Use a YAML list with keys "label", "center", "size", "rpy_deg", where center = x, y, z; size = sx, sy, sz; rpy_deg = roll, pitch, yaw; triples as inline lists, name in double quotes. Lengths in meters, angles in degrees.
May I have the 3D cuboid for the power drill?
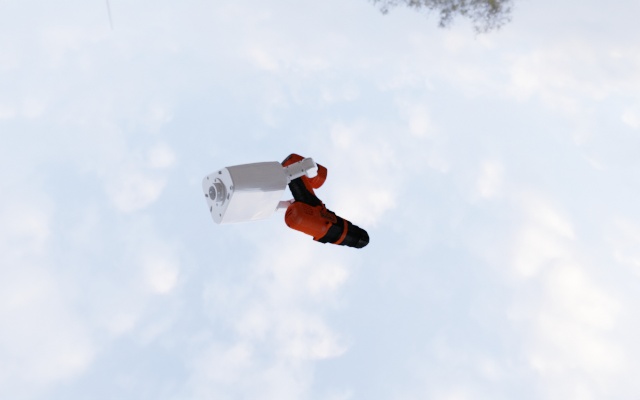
- label: "power drill"
  center: [0.000, 0.003, 0.891]
  size: [0.184, 0.057, 0.187]
  rpy_deg: [23, 30, -36]
